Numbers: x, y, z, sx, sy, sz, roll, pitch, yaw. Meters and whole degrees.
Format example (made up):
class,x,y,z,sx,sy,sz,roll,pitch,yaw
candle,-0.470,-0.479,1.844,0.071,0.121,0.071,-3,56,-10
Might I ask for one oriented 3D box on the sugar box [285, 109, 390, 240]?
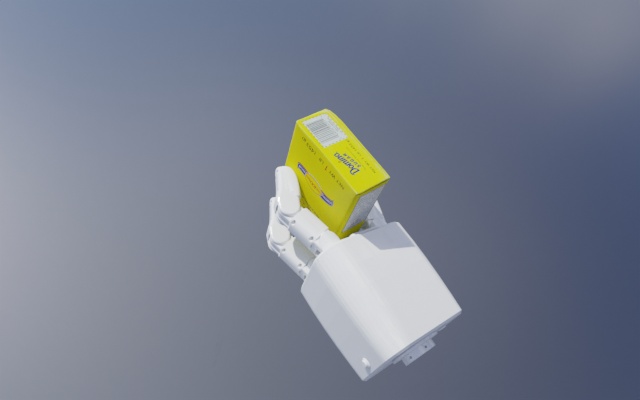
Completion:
class,x,y,z,sx,sy,sz,roll,pitch,yaw
sugar box,0.000,0.002,0.487,0.048,0.093,0.176,-26,-24,-30
